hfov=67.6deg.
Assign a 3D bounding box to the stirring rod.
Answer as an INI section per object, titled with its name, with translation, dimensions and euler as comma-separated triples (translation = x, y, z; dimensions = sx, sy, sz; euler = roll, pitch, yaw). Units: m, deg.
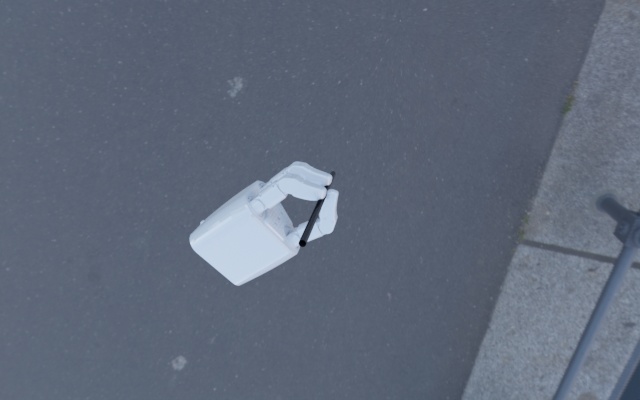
[stirring rod]
translation = 0.000, 0.002, 0.596
dimensions = 0.011, 0.011, 0.239
euler = 0, 20, 9
